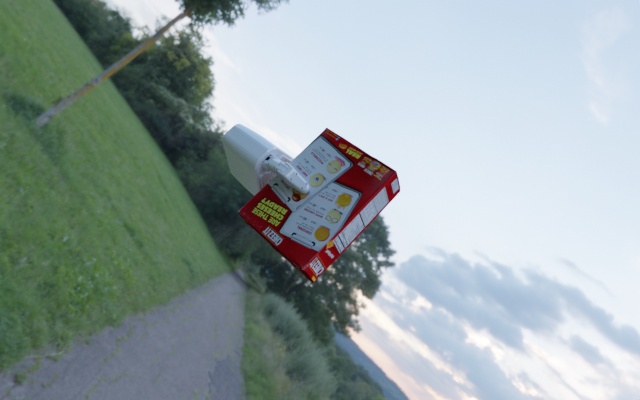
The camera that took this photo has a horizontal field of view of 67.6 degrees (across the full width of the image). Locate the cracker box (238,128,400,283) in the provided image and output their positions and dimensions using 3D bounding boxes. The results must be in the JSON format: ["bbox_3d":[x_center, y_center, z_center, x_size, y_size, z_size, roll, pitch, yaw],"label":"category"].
[{"bbox_3d":[0.000,0.002,0.783,0.164,0.213,0.072,37,-14,32],"label":"cracker box"}]
